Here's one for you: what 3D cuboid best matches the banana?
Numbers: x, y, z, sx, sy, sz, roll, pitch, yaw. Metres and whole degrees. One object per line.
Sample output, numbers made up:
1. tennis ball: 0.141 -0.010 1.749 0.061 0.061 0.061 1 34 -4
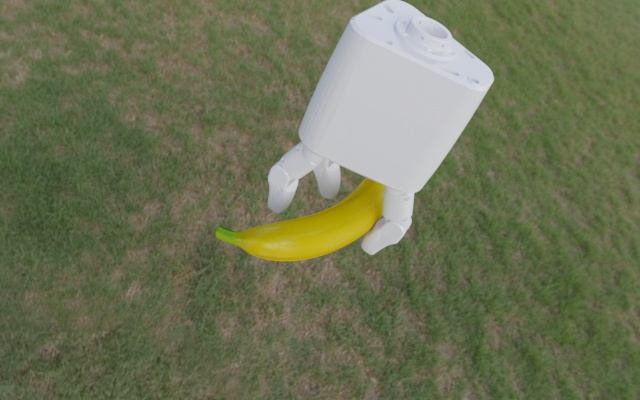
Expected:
1. banana: 0.008 0.015 0.438 0.198 0.037 0.069 -18 53 -35
